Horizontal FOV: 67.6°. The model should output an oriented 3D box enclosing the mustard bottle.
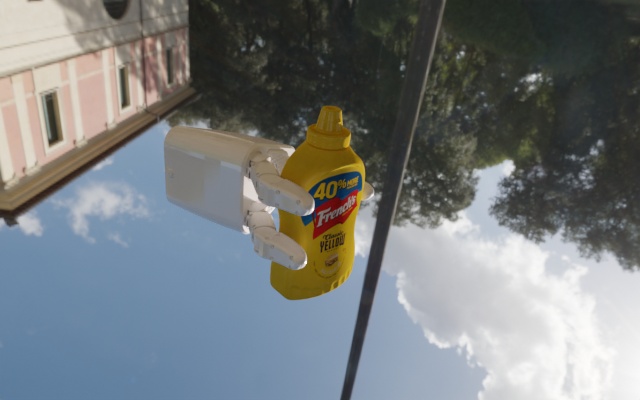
[{"bbox_3d":[0.000,0.002,0.474,0.096,0.192,0.058,-15,33,-37],"label":"mustard bottle"}]
